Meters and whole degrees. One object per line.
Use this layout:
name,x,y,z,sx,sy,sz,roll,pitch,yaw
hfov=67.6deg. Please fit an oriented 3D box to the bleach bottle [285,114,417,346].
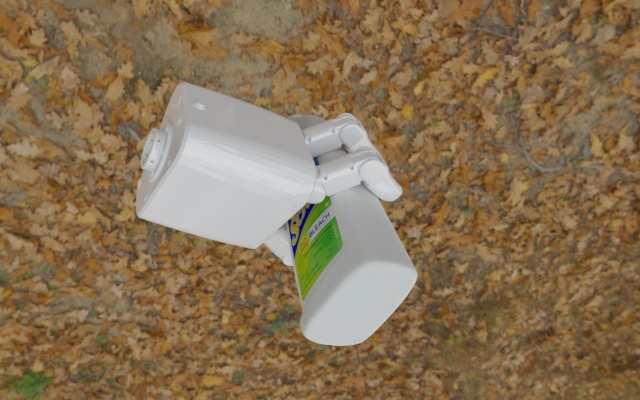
bleach bottle,0.000,0.001,0.451,0.068,0.103,0.250,17,33,-31
